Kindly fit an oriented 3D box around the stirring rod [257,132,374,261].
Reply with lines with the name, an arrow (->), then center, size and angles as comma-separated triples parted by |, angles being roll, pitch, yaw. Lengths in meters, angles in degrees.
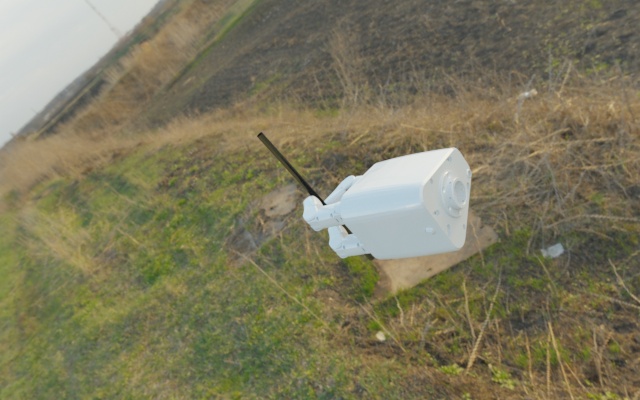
stirring rod -> 0.000, 0.002, 0.615 | 0.011, 0.011, 0.240 | 0, -41, 52
